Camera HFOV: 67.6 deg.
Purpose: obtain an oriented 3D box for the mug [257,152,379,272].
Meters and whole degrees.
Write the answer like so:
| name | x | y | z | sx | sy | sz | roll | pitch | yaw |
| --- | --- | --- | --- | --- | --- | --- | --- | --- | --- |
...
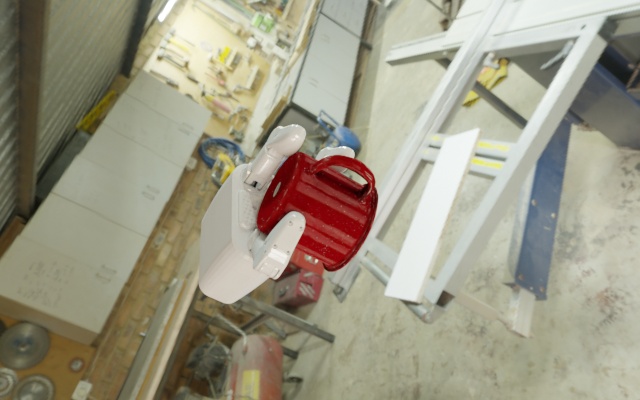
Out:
| name | x | y | z | sx | sy | sz | roll | pitch | yaw |
| --- | --- | --- | --- | --- | --- | --- | --- | --- | --- |
| mug | 0.001 | 0.001 | 0.434 | 0.081 | 0.093 | 0.117 | 28 | -45 | -18 |
